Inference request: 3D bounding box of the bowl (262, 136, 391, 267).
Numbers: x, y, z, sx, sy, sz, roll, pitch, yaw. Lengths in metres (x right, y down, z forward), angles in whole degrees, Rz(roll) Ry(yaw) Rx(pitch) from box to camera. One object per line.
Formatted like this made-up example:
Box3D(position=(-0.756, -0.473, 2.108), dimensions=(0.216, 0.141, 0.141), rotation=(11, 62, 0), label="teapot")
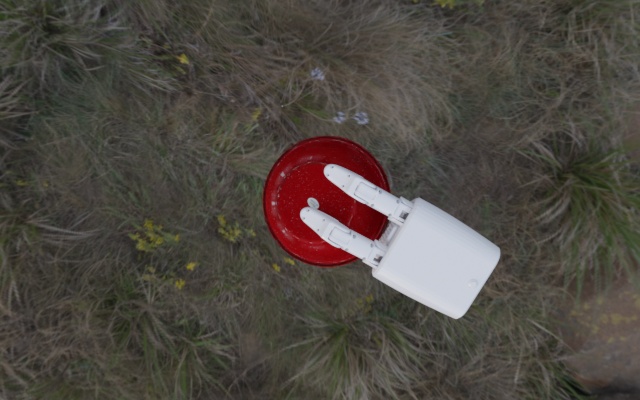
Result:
Box3D(position=(-0.001, 0.001, 0.560), dimensions=(0.162, 0.162, 0.055), rotation=(0, 1, 13), label="bowl")
